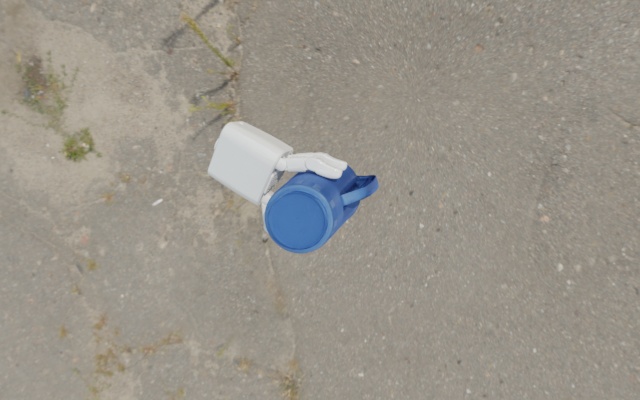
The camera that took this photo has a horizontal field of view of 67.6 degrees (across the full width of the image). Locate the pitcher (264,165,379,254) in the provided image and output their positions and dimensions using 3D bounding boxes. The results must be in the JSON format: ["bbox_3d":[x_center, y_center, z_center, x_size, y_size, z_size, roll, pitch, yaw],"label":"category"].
[{"bbox_3d":[0.000,0.003,0.818,0.145,0.149,0.242,31,16,4],"label":"pitcher"}]
